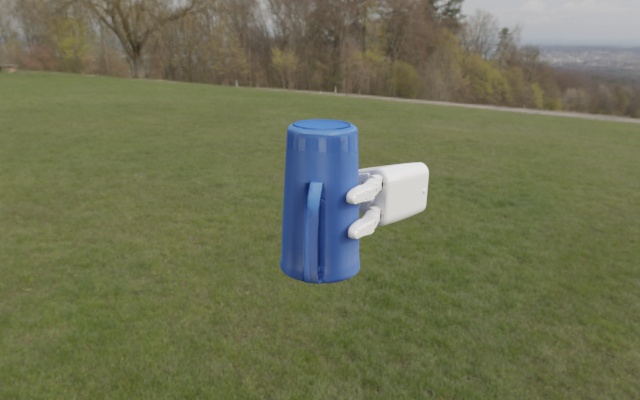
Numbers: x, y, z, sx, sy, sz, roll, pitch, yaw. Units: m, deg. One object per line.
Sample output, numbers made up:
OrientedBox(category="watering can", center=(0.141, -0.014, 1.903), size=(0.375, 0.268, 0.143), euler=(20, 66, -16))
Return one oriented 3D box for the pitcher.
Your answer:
OrientedBox(category="pitcher", center=(0.000, 0.002, 0.749), size=(0.145, 0.243, 0.149), euler=(-12, 22, -34))
